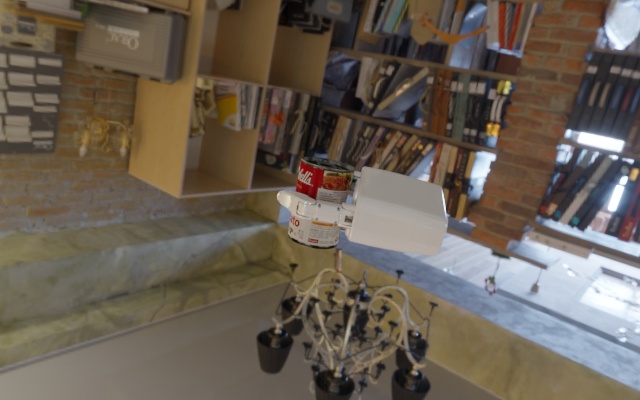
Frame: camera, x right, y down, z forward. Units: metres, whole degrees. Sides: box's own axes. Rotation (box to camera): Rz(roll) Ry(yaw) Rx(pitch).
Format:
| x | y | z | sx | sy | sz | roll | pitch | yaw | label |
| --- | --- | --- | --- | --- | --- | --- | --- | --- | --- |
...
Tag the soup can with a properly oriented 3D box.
| x | y | z | sx | sy | sz | roll | pitch | yaw | label |
| --- | --- | --- | --- | --- | --- | --- | --- | --- | --- |
| 0.000 | 0.002 | 0.600 | 0.068 | 0.102 | 0.068 | 11 | 14 | -3 | soup can |
